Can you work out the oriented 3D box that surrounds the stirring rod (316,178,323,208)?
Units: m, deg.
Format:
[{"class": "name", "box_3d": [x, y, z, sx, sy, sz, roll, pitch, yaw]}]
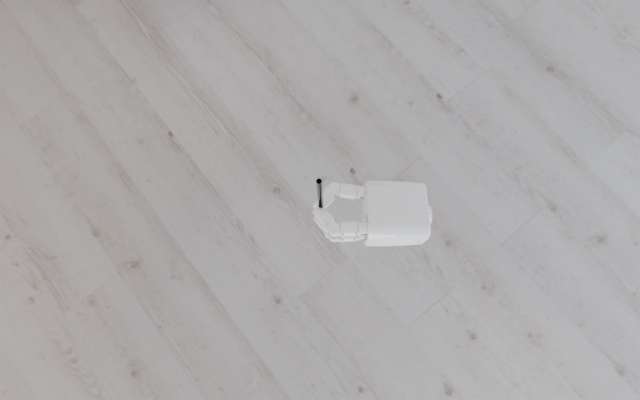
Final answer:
[{"class": "stirring rod", "box_3d": [0.000, 0.003, 0.788, 0.011, 0.011, 0.239, 0, -14, 1]}]
